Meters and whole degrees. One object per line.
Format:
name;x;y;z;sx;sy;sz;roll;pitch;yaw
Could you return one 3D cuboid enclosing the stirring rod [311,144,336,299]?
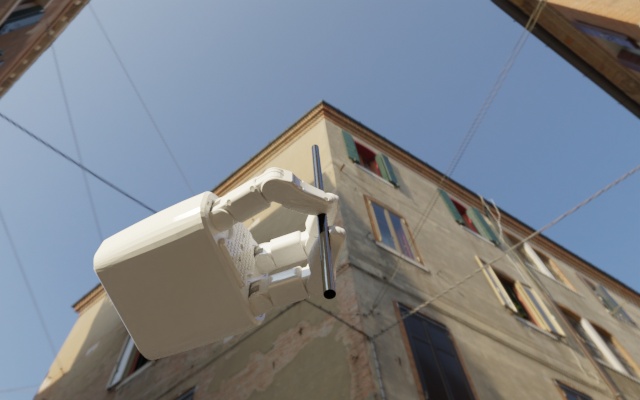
stirring rod;0.000;0.001;0.405;0.011;0.011;0.239;0;29;-3
